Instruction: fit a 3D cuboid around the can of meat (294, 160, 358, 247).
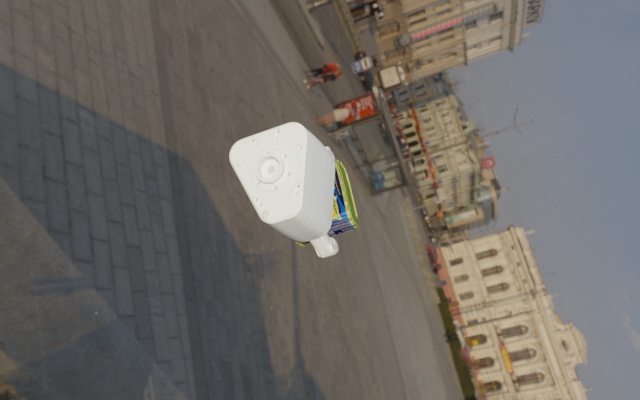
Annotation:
[{"bbox_3d":[0.000,0.002,0.654,0.084,0.102,0.057,-17,-22,12],"label":"can of meat"}]
